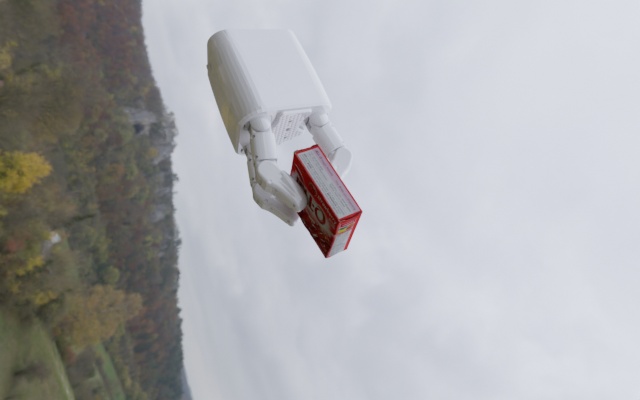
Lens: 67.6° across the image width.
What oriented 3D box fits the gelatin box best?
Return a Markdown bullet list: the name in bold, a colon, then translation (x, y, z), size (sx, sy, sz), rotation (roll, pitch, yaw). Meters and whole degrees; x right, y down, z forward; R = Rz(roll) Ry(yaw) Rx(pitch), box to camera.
- **gelatin box**: translation (0.001, 0.002, 0.471), size (0.030, 0.089, 0.073), rotation (-22, -27, -23)
